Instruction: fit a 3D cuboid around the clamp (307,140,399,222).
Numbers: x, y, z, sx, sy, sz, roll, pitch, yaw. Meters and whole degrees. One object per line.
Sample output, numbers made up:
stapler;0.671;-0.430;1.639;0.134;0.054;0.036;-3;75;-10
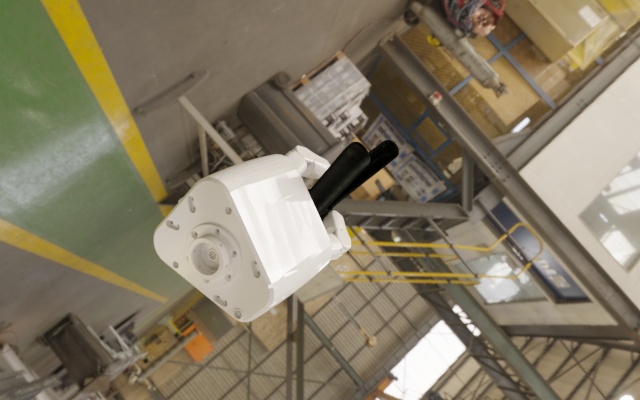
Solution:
clamp;0.000;0.003;0.533;0.210;0.036;0.164;-42;-8;26
